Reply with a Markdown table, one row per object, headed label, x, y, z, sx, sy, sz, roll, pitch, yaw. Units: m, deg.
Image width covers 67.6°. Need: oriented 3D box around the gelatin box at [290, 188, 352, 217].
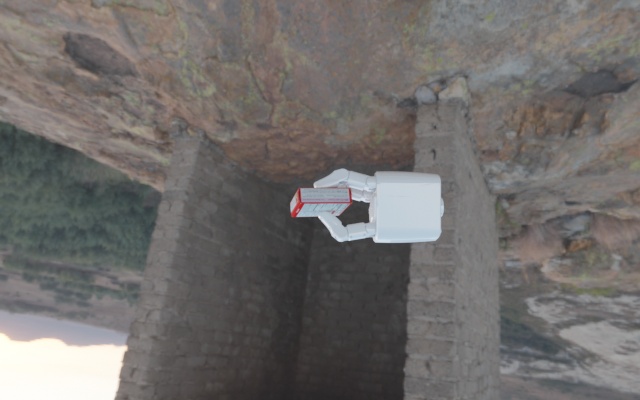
| label | x | y | z | sx | sy | sz | roll | pitch | yaw |
| --- | --- | --- | --- | --- | --- | --- | --- | --- | --- |
| gelatin box | 0.000 | 0.003 | 0.790 | 0.089 | 0.030 | 0.073 | -1 | -18 | -15 |
